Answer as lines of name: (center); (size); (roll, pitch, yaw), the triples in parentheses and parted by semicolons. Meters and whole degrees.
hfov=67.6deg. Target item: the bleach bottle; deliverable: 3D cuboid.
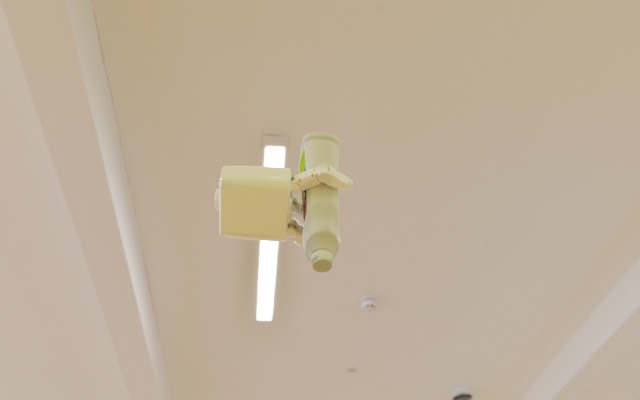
bleach bottle: (0.000, 0.003, 0.758); (0.068, 0.103, 0.250); (5, 42, -6)
